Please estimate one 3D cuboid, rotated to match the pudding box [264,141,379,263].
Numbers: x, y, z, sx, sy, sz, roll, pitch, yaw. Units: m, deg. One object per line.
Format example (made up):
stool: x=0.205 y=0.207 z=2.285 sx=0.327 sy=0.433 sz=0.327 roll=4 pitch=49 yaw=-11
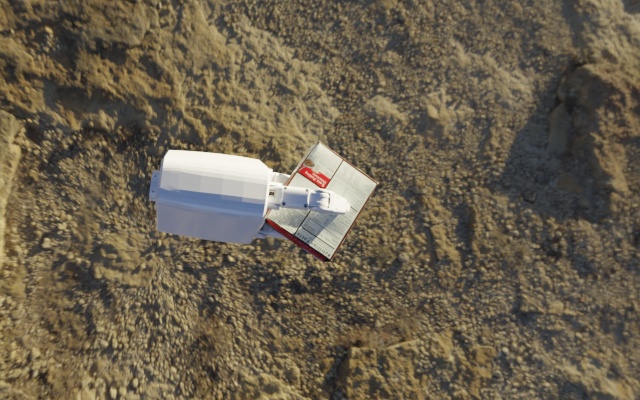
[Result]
pudding box: x=0.000 y=0.002 z=0.549 sx=0.090 sy=0.113 sz=0.039 roll=35 pitch=-13 yaw=-8
